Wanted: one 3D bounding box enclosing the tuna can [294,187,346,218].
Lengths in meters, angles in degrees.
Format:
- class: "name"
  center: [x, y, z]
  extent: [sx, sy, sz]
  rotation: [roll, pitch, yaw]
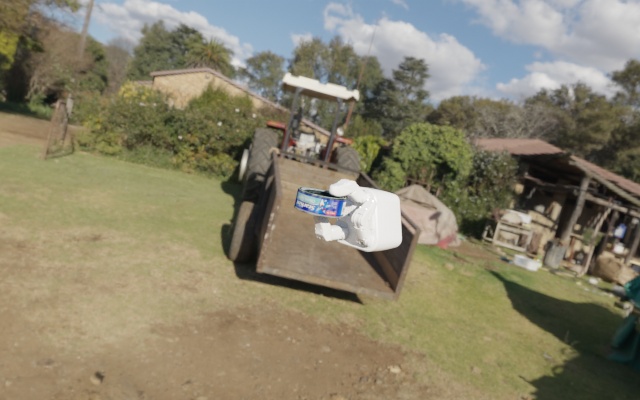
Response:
- class: "tuna can"
  center: [0.000, 0.002, 0.806]
  extent: [0.086, 0.034, 0.086]
  rotation: [12, 9, -2]
